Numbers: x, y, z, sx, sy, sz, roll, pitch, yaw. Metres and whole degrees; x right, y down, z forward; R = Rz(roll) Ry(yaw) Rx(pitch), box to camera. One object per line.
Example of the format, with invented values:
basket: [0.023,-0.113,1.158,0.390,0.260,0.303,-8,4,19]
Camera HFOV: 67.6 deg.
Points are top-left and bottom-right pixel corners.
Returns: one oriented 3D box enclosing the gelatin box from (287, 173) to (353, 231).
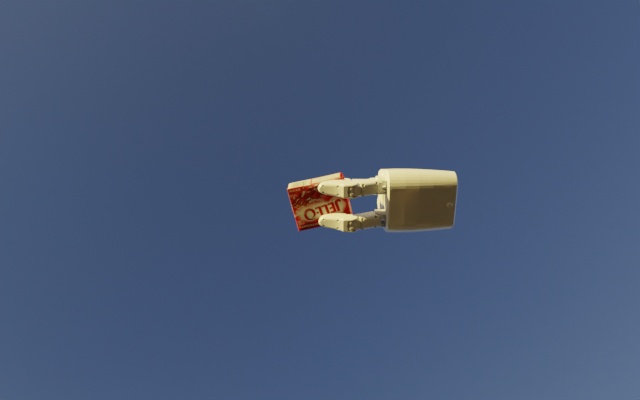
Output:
gelatin box: [0.000,0.002,0.744,0.089,0.073,0.030,-12,21,9]
